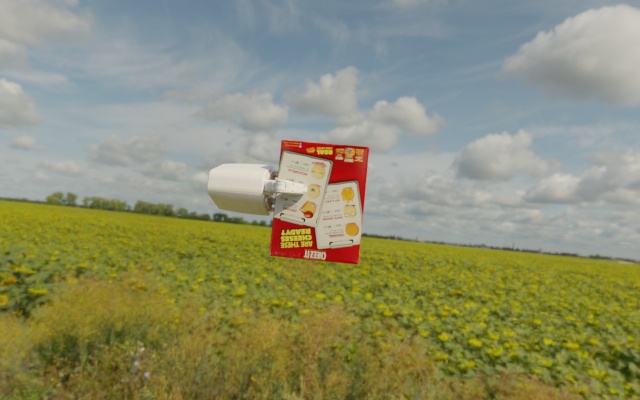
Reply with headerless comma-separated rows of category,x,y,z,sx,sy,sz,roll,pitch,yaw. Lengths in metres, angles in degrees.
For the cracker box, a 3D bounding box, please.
cracker box,0.000,0.003,0.887,0.164,0.213,0.072,5,-4,6
